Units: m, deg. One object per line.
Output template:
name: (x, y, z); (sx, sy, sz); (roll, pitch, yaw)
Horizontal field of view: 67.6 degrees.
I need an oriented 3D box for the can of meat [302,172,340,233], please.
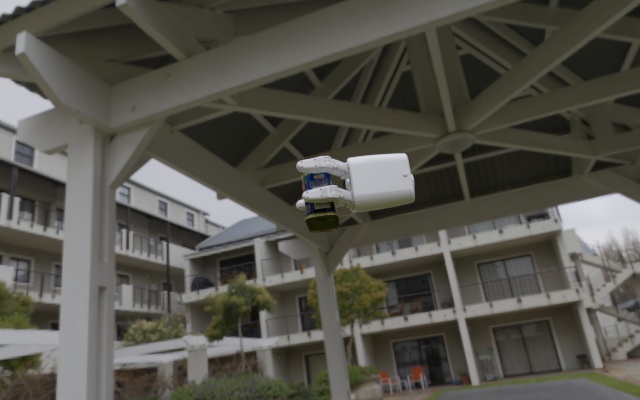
can of meat: (0.000, 0.003, 0.848); (0.057, 0.084, 0.102); (-8, -19, 3)
